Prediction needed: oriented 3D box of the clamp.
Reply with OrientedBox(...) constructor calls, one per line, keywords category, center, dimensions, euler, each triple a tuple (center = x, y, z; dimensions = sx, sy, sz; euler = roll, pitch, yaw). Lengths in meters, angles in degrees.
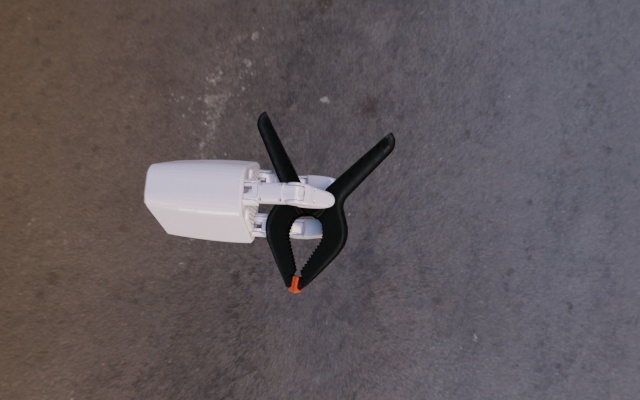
OrientedBox(category="clamp", center=(0.000, 0.002, 0.551), dimensions=(0.164, 0.210, 0.036), euler=(3, -9, 5))
